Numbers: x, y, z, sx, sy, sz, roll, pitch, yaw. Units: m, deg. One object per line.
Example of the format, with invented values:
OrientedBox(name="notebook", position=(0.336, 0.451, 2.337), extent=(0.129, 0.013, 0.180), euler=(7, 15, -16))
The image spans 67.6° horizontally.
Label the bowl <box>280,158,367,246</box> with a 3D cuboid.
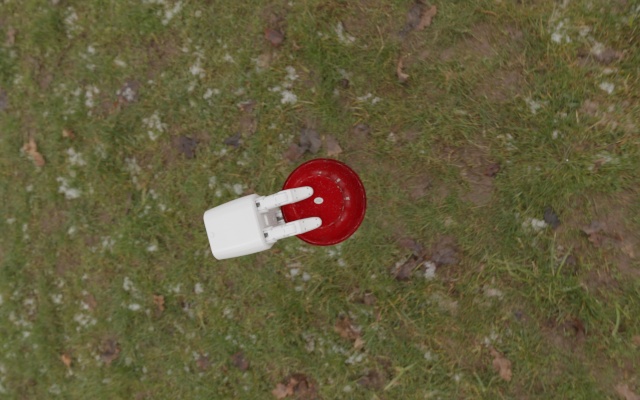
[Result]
OrientedBox(name="bowl", position=(0.001, 0.002, 0.848), extent=(0.162, 0.162, 0.055), euler=(0, 0, 9))
